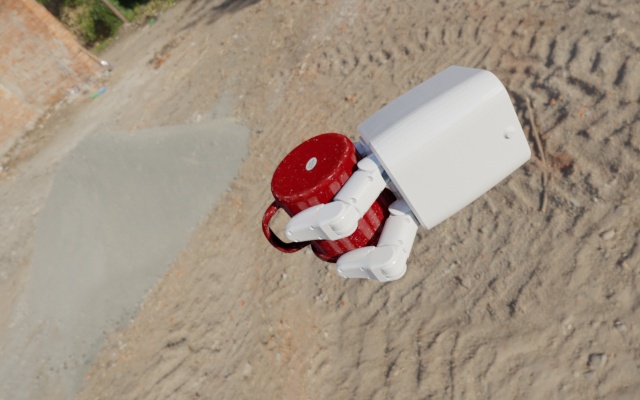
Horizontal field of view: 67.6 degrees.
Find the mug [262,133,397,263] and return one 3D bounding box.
[{"bbox_3d":[-0.001,0.002,0.424,0.117,0.081,0.093,-34,34,6],"label":"mug"}]
